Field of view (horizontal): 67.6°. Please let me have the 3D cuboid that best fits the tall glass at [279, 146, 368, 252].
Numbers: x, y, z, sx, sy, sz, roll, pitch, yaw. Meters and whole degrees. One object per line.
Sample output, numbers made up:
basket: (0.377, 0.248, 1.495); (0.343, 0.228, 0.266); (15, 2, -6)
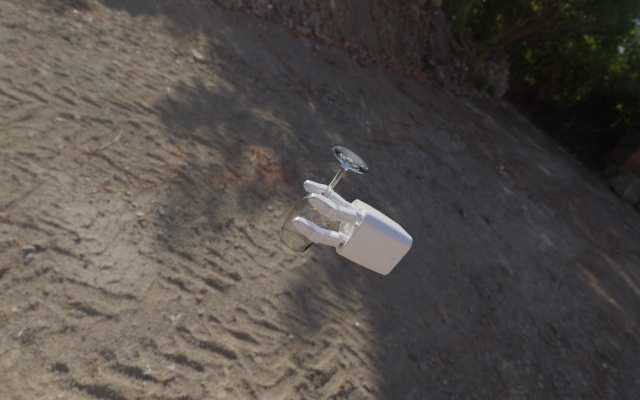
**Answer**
tall glass: (0.000, 0.002, 0.861); (0.079, 0.201, 0.079); (28, 26, -15)
